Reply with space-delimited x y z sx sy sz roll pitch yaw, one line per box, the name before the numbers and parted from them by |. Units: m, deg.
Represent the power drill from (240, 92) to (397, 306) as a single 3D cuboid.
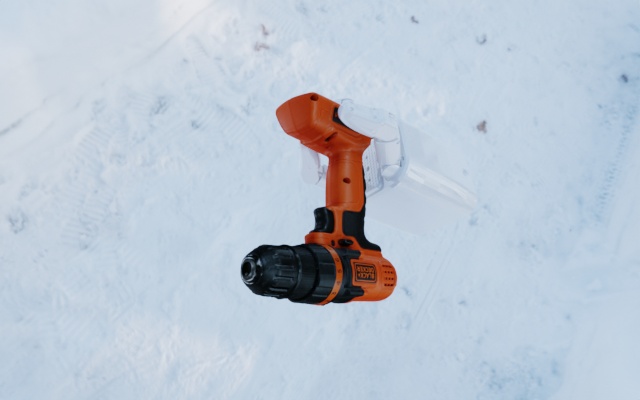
power drill | 0.000 0.001 0.440 0.057 0.187 0.184 -14 -19 37
